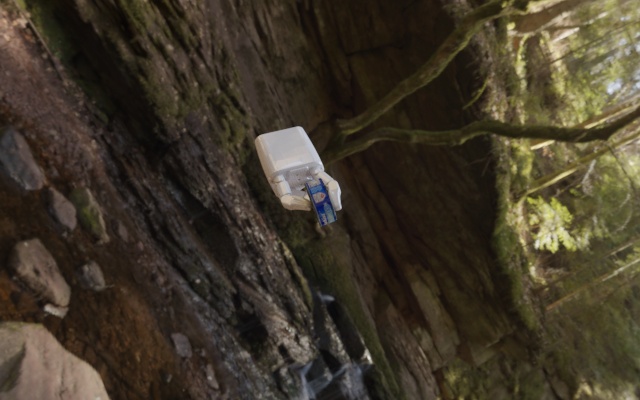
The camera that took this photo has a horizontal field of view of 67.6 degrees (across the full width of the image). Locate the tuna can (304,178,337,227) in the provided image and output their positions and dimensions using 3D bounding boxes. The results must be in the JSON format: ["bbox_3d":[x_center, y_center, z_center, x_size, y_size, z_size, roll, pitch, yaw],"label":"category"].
[{"bbox_3d":[0.001,0.003,0.880,0.034,0.086,0.086,-20,1,-3],"label":"tuna can"}]
